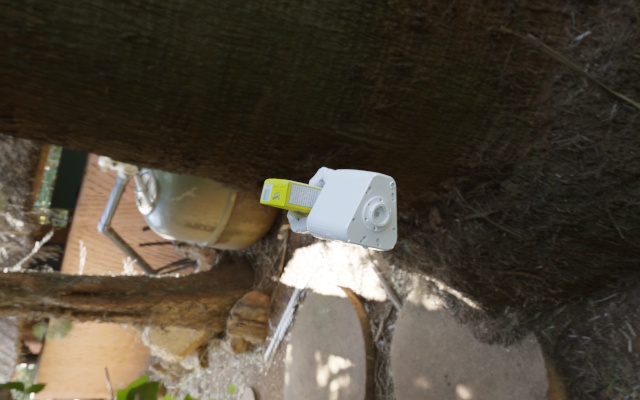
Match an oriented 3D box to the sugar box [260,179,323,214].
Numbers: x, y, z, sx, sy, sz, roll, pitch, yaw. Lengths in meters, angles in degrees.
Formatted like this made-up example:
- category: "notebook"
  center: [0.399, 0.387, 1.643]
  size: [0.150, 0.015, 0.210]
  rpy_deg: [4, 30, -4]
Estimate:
- category: "sugar box"
  center: [0.000, 0.003, 0.789]
  size: [0.176, 0.048, 0.093]
  rpy_deg: [14, -3, -30]
